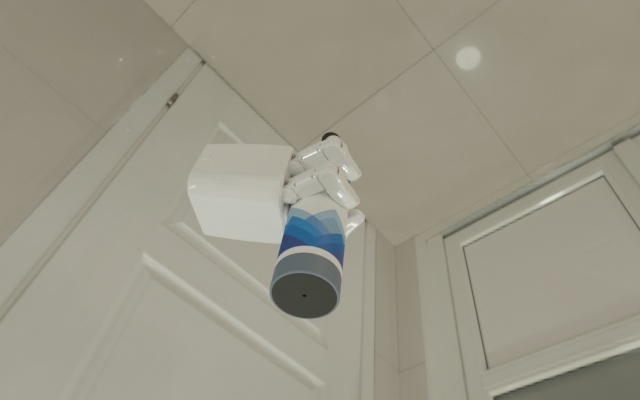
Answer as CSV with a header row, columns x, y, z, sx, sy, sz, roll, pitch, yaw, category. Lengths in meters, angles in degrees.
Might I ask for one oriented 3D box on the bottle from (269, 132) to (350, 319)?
x,y,z,sx,sy,sz,roll,pitch,yaw,category
0.000,0.002,0.561,0.069,0.069,0.295,0,37,7,bottle
